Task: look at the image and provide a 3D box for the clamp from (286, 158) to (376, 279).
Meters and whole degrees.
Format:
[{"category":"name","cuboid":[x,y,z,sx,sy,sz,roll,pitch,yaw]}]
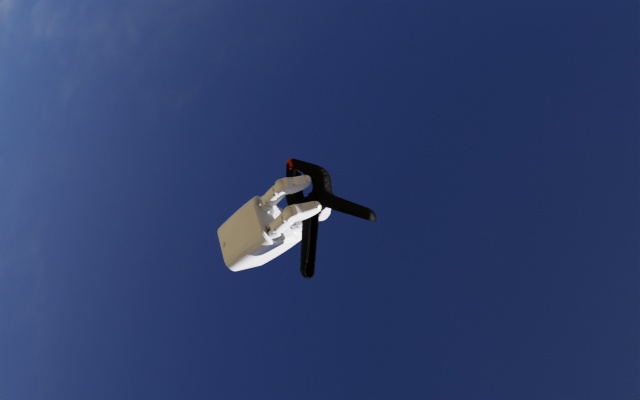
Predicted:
[{"category":"clamp","cuboid":[0.000,0.002,0.801,0.164,0.210,0.036,-37,-33,27]}]
